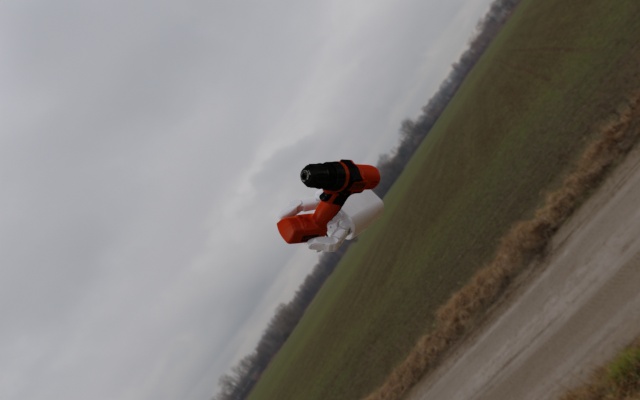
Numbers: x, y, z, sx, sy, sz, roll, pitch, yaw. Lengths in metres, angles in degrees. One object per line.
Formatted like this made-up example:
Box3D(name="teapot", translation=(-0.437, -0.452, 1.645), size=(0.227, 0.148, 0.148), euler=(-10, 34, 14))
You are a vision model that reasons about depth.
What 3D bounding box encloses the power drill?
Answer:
Box3D(name="power drill", translation=(0.000, 0.003, 0.859), size=(0.184, 0.057, 0.188), euler=(0, -38, -45))
